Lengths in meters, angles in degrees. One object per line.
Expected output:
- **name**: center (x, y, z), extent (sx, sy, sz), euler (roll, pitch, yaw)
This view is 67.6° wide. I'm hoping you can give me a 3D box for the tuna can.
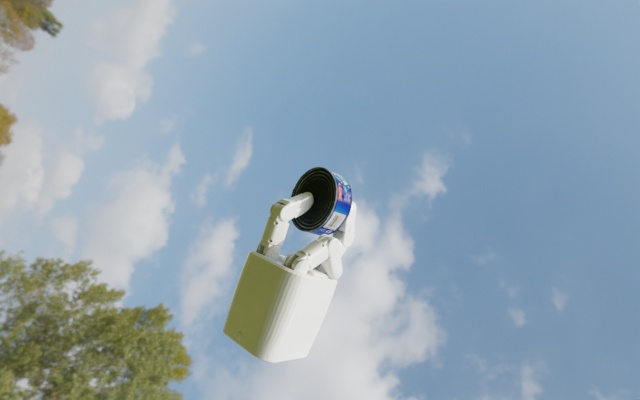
- **tuna can**: center (0.001, 0.002, 0.622), extent (0.034, 0.086, 0.086), euler (19, -13, -42)
